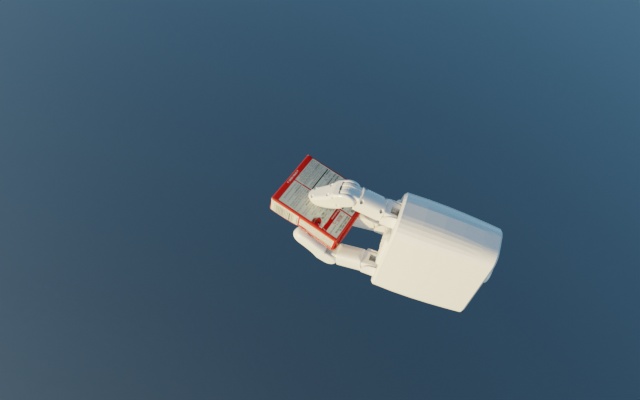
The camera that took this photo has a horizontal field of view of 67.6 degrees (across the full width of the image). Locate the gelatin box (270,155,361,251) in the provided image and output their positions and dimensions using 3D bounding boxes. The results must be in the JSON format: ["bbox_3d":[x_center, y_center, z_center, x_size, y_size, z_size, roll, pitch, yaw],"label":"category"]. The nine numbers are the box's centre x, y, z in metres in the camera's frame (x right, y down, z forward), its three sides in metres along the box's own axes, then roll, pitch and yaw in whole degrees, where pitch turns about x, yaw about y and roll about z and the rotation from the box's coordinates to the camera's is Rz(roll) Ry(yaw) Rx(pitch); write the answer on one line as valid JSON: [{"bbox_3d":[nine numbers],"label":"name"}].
[{"bbox_3d":[0.000,0.001,0.536,0.089,0.073,0.030,33,-27,8],"label":"gelatin box"}]
